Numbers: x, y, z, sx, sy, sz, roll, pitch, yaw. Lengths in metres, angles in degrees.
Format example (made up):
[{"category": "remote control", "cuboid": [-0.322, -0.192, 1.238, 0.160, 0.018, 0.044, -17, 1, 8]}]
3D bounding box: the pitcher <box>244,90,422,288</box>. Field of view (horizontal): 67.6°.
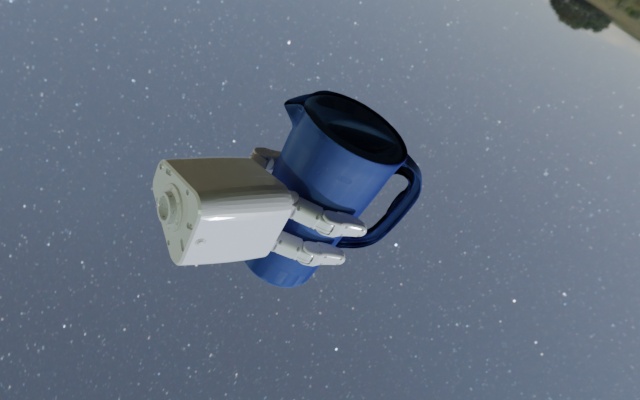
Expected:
[{"category": "pitcher", "cuboid": [0.000, 0.002, 0.598, 0.145, 0.243, 0.149, -4, 47, -41]}]
